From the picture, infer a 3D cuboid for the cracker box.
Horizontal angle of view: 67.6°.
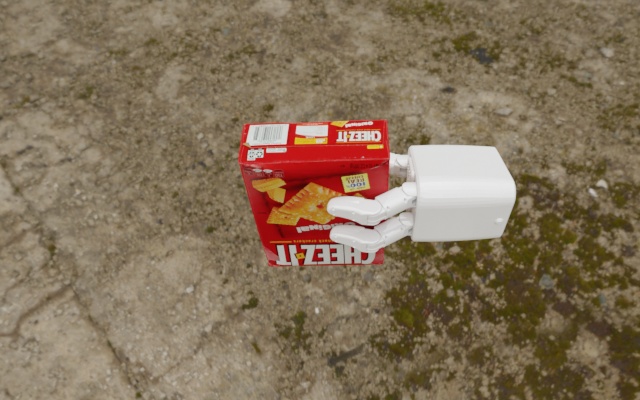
[{"bbox_3d":[0.000,0.002,0.595,0.164,0.072,0.214,-1,-40,4],"label":"cracker box"}]
